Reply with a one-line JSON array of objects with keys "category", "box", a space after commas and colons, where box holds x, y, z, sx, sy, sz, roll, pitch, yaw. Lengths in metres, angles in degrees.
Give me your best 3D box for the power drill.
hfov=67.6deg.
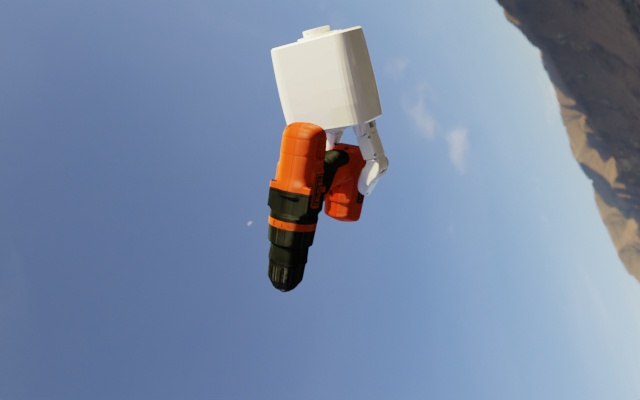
[{"category": "power drill", "box": [0.000, 0.002, 0.571, 0.057, 0.184, 0.187, 14, 12, 20]}]
